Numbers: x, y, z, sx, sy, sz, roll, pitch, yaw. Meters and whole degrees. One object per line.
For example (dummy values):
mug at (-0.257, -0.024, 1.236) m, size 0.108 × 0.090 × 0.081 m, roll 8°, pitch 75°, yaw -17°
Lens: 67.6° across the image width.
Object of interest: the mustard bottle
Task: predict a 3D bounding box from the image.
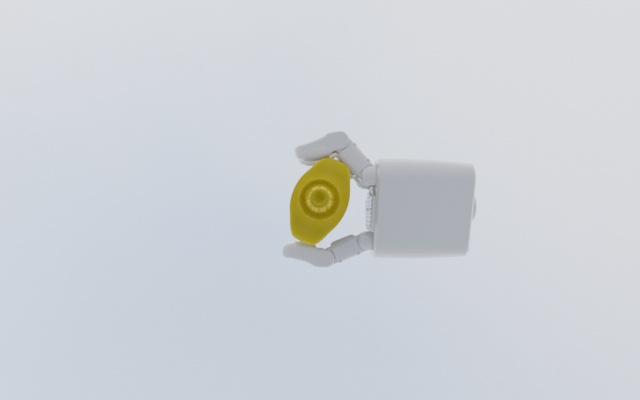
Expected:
mustard bottle at (0.000, 0.002, 0.532) m, size 0.058 × 0.096 × 0.191 m, roll 26°, pitch -2°, yaw 1°
